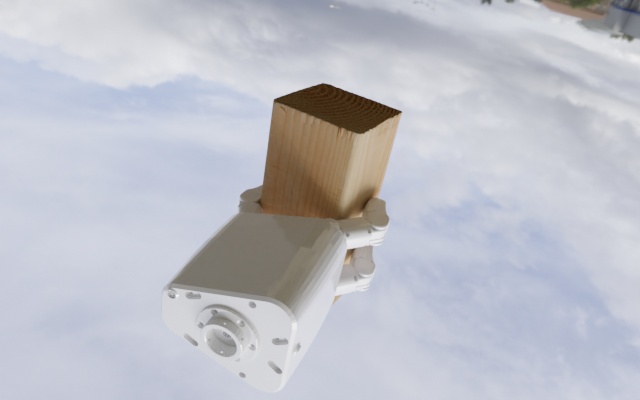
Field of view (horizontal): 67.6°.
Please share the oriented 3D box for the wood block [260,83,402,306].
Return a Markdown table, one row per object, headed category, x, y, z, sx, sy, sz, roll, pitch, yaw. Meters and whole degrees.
| category | x | y | z | sx | sy | sz | roll | pitch | yaw |
| --- | --- | --- | --- | --- | --- | --- | --- | --- | --- |
| wood block | 0.000 | 0.002 | 0.477 | 0.091 | 0.206 | 0.090 | 26 | 34 | 22 |
